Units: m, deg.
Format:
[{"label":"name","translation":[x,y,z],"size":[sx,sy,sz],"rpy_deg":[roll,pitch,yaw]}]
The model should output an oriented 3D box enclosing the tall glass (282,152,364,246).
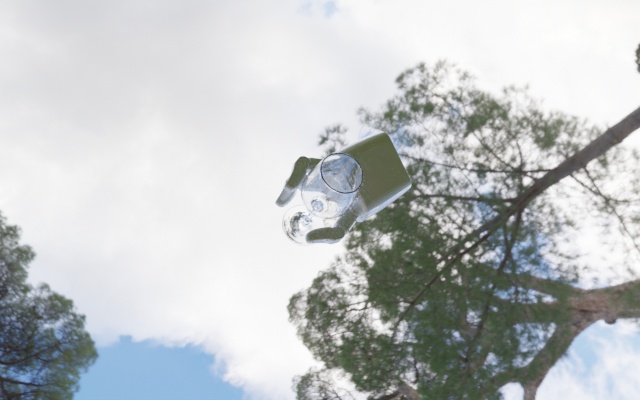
[{"label":"tall glass","translation":[0.000,0.003,0.721],"size":[0.079,0.079,0.201],"rpy_deg":[0,-23,-18]}]
